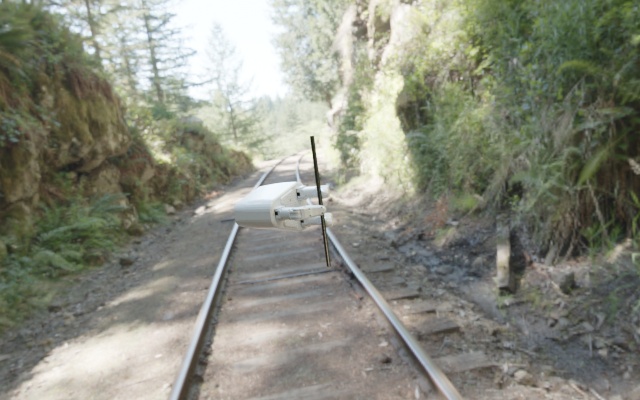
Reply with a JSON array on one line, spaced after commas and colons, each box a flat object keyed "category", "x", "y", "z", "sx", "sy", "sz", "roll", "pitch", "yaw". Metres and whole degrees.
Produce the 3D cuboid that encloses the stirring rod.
[{"category": "stirring rod", "x": 0.000, "y": 0.003, "z": 0.867, "sx": 0.011, "sy": 0.239, "sz": 0.011, "roll": -7, "pitch": 7, "yaw": 1}]
